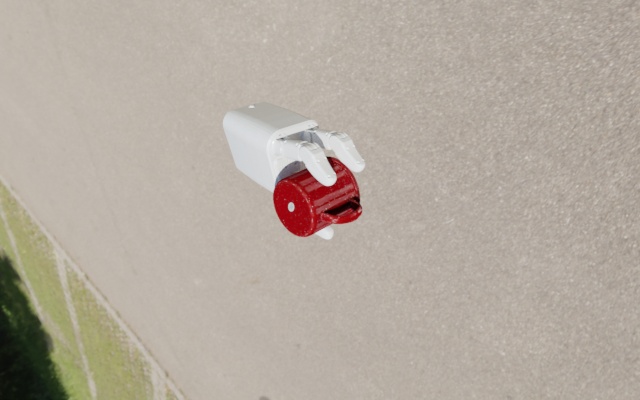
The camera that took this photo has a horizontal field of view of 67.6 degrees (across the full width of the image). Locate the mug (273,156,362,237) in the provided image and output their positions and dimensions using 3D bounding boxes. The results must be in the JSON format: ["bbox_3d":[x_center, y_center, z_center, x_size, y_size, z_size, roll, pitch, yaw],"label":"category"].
[{"bbox_3d":[0.001,0.003,0.623,0.117,0.093,0.081,28,40,36],"label":"mug"}]
